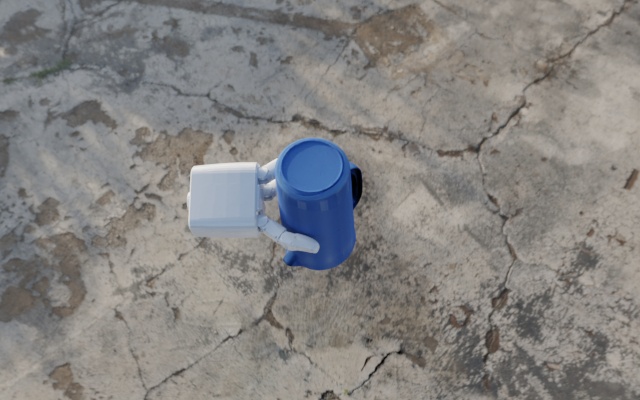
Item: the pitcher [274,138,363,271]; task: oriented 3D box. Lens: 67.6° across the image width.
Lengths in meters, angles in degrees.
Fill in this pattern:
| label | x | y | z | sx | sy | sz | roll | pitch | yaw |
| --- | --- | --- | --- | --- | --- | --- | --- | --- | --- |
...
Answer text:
| label | x | y | z | sx | sy | sz | roll | pitch | yaw |
| --- | --- | --- | --- | --- | --- | --- | --- | --- | --- |
| pitcher | 0.000 | 0.003 | 0.774 | 0.145 | 0.149 | 0.243 | 0 | -29 | 2 |
